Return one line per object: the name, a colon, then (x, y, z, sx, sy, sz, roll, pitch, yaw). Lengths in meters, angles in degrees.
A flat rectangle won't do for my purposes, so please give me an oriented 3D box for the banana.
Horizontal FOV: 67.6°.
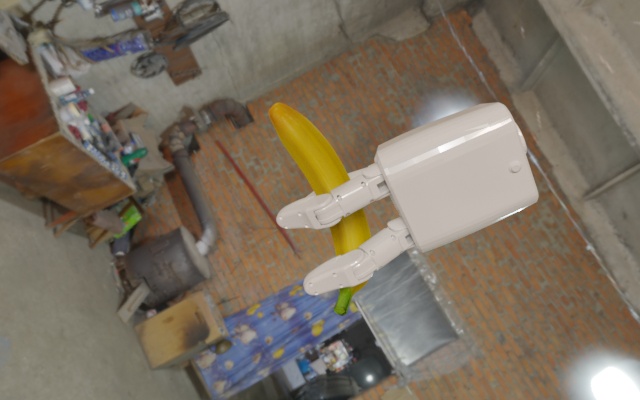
banana: (0.010, 0.001, 0.443, 0.037, 0.198, 0.069, -19, 3, 30)
